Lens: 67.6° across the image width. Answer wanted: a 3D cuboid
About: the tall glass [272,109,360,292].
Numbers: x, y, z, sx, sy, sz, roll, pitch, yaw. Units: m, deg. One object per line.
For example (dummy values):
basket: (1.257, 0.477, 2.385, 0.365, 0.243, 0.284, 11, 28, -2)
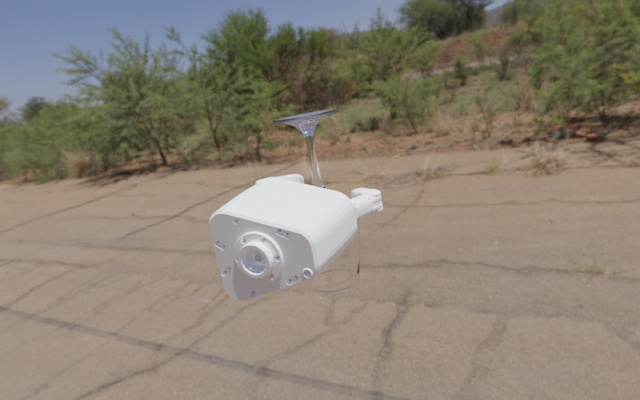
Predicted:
tall glass: (0.000, 0.001, 0.551, 0.079, 0.201, 0.079, -10, 14, 2)
